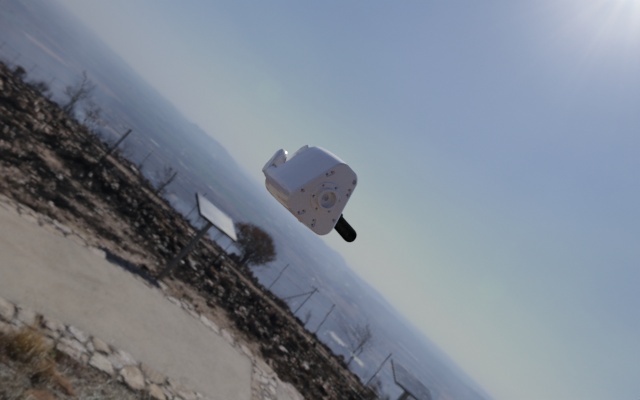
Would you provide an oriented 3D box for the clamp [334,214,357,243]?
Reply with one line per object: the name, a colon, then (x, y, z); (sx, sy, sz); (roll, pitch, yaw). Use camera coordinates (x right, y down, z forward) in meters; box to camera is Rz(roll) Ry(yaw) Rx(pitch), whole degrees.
clamp: (0.000, 0.002, 0.829); (0.171, 0.039, 0.120); (44, -1, -28)
